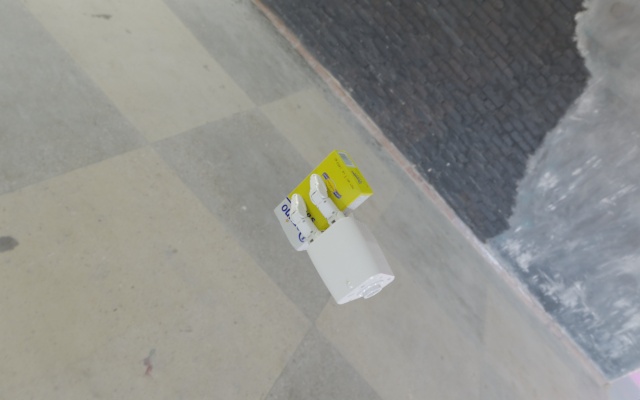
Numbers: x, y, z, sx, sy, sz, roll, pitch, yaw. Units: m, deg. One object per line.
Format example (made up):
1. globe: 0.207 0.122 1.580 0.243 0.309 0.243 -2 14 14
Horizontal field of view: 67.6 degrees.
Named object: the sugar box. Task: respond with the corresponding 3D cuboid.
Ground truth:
1. sugar box: 0.000 0.003 0.829 0.176 0.093 0.048 -43 -25 28
